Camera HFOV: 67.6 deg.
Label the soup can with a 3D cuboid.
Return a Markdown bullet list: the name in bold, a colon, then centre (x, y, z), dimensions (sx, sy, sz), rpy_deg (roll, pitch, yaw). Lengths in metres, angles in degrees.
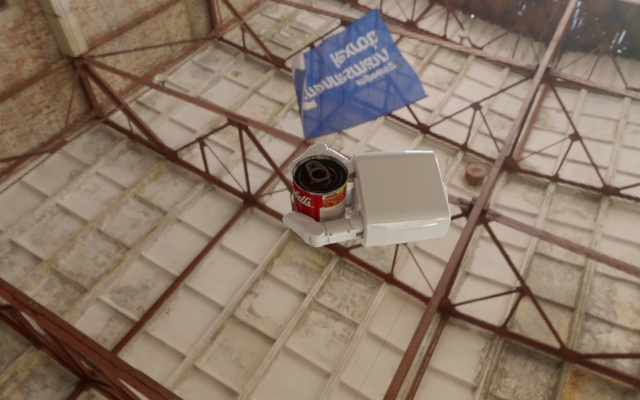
- **soup can**: centre (0.000, 0.002, 0.607), dimensions (0.068, 0.068, 0.102), rpy_deg (0, -43, 0)
